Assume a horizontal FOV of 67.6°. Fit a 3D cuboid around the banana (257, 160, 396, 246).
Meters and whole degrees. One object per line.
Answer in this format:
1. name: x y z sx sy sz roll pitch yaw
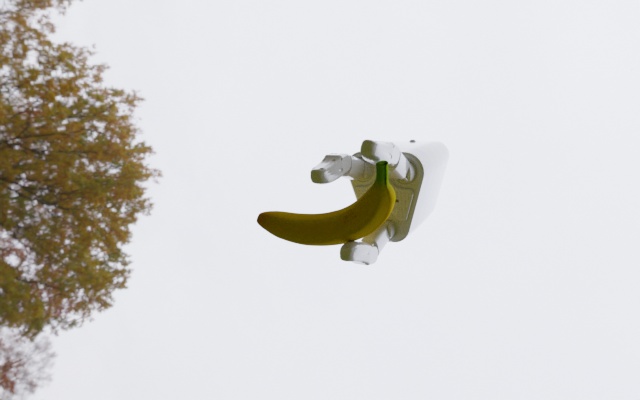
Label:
1. banana: 0.010 0.018 0.525 0.198 0.069 0.037 -23 4 38
